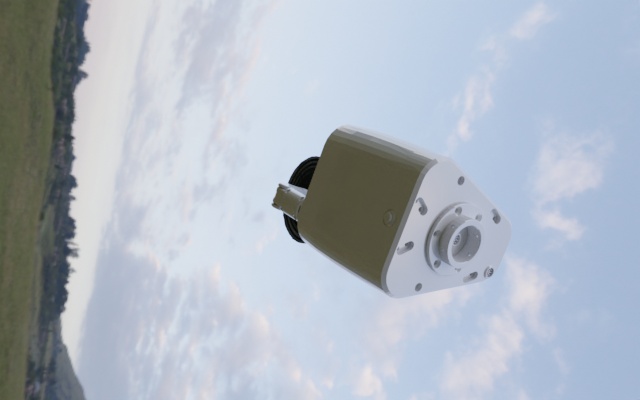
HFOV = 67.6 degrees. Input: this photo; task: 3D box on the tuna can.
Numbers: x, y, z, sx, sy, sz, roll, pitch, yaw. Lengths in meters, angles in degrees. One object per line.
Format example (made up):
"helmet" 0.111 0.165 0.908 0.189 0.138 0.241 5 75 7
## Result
"tuna can" 0.000 0.002 0.471 0.034 0.086 0.086 12 -7 -36
